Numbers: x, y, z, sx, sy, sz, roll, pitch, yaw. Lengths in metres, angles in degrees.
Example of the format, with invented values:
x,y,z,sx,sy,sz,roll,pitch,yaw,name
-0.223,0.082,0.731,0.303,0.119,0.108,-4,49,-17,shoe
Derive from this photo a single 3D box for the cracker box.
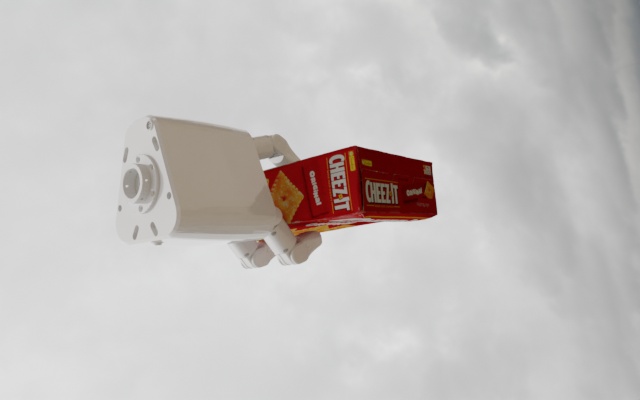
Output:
x,y,z,sx,sy,sz,roll,pitch,yaw,name
0.000,0.002,0.544,0.214,0.072,0.164,-11,-8,37,cracker box
